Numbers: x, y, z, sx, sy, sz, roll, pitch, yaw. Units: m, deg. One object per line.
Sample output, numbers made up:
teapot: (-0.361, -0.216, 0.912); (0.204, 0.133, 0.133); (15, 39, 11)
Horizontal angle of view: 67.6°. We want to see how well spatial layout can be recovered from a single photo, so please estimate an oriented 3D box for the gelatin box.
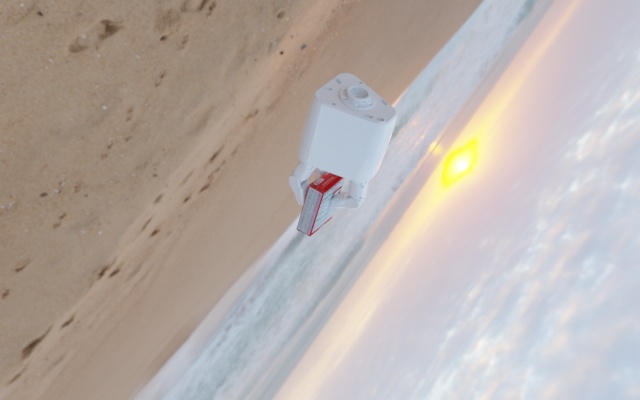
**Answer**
gelatin box: (0.000, 0.003, 0.752); (0.030, 0.089, 0.073); (28, 34, 17)
